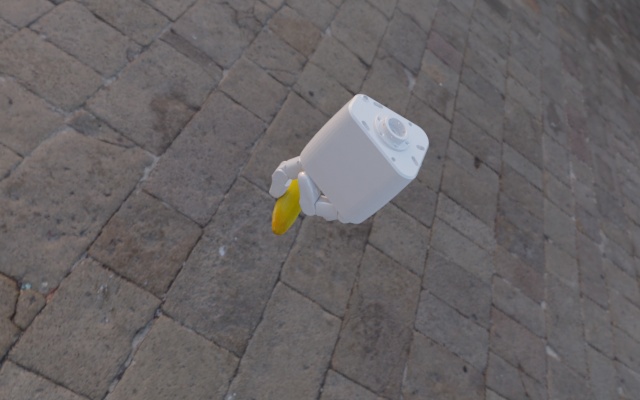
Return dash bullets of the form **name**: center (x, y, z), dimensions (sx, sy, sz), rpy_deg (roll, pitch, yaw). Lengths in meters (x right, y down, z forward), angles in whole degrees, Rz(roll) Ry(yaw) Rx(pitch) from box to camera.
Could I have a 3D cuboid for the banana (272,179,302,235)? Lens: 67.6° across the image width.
- **banana**: center (-0.008, -0.014, 0.695), dimensions (0.197, 0.069, 0.037), rpy_deg (-25, -11, -43)
